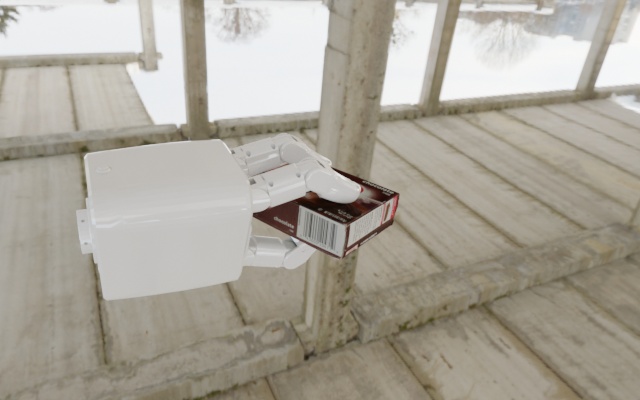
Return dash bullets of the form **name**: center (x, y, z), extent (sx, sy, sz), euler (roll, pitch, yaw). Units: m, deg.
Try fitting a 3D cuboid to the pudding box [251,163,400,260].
- **pudding box**: center (0.000, 0.002, 0.432), extent (0.113, 0.039, 0.090), euler (26, 32, 28)
